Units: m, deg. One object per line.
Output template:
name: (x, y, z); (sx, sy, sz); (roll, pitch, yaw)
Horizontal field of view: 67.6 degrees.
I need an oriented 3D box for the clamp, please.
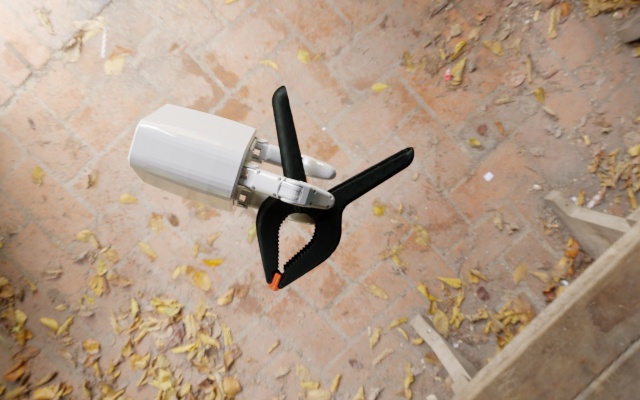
clamp: (0.000, 0.002, 0.515); (0.164, 0.210, 0.036); (17, 6, -7)
